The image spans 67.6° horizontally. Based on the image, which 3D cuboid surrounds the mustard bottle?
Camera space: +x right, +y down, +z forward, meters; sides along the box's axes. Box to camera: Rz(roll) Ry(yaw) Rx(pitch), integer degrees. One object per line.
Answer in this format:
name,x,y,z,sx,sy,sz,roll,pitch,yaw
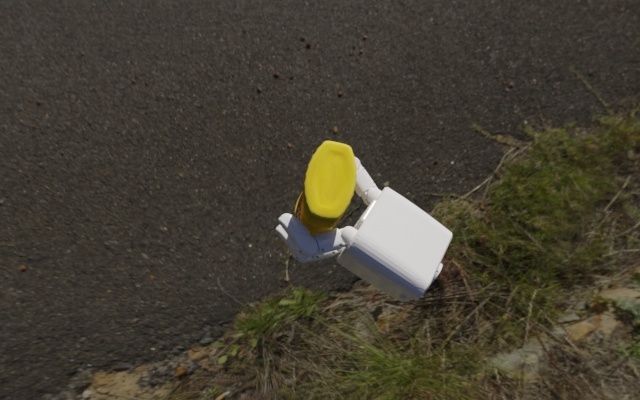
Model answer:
mustard bottle,0.000,0.002,0.617,0.058,0.096,0.192,11,-17,-4
